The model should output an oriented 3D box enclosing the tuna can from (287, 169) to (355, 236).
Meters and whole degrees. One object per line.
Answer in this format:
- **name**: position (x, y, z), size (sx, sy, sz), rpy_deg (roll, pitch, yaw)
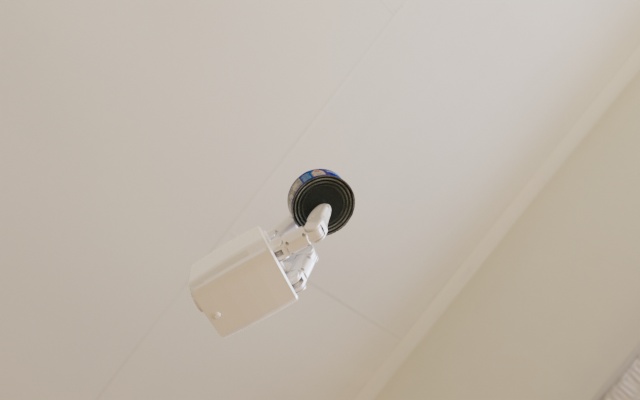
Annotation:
- **tuna can**: position (0.000, 0.002, 0.633), size (0.086, 0.086, 0.033), rpy_deg (0, 22, -17)
